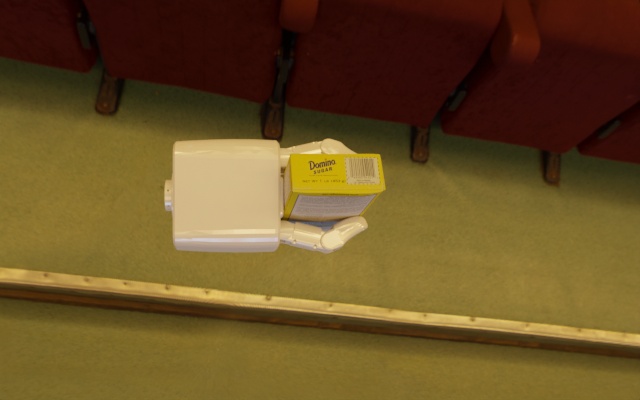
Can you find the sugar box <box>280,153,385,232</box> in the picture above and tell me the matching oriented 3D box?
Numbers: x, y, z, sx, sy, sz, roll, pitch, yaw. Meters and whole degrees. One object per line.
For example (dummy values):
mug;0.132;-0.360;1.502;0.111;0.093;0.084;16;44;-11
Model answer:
sugar box;0.000;0.001;0.533;0.093;0.048;0.176;0;-17;-12
